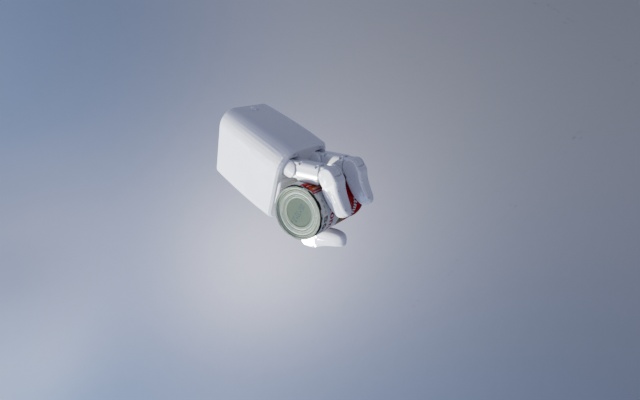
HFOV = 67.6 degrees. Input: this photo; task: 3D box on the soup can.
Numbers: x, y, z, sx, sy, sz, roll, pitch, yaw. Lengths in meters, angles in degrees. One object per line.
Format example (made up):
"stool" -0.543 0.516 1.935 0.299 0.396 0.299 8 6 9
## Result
"soup can" 0.000 0.002 0.589 0.068 0.068 0.102 0 15 34
